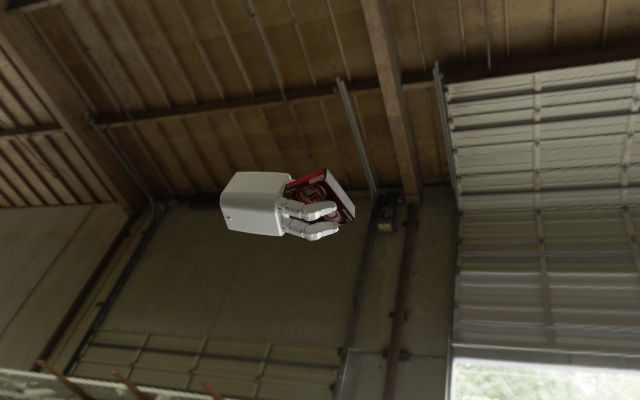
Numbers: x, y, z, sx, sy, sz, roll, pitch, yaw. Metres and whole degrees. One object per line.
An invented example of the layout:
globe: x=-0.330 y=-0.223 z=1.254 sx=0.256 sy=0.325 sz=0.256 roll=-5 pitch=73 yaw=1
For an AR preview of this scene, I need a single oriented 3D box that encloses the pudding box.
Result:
pudding box: x=0.000 y=0.003 z=0.862 sx=0.090 sy=0.039 sz=0.113 roll=-19 pitch=-49 yaw=27
